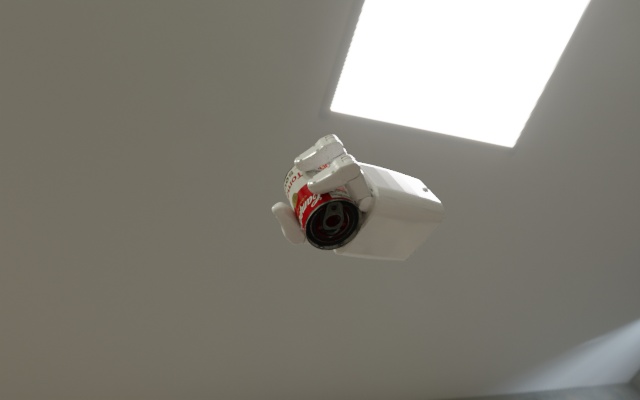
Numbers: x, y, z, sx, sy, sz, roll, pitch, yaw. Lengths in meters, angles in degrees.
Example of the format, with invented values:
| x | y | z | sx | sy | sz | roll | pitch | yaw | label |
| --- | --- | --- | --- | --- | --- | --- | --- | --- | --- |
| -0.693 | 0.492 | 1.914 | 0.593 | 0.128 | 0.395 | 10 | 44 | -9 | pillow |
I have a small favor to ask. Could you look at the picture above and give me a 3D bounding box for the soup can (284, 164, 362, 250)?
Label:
| x | y | z | sx | sy | sz | roll | pitch | yaw | label |
| --- | --- | --- | --- | --- | --- | --- | --- | --- | --- |
| 0.000 | 0.002 | 0.571 | 0.068 | 0.068 | 0.102 | 0 | 31 | -21 | soup can |
